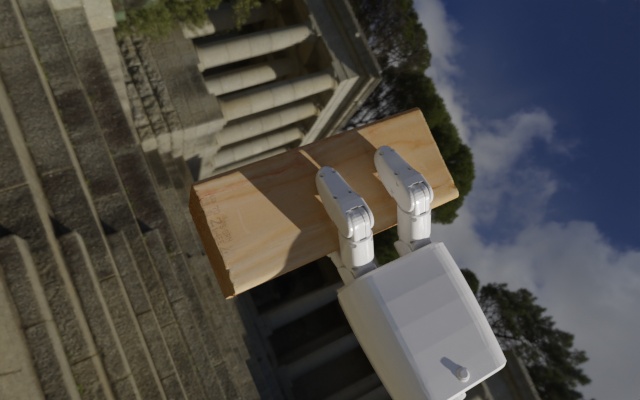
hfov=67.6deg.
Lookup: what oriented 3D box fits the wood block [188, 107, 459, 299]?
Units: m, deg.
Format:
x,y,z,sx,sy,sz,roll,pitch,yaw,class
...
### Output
x,y,z,sx,sy,sz,roll,pitch,yaw,class
0.000,0.002,0.418,0.206,0.090,0.091,-21,-7,-21,wood block
